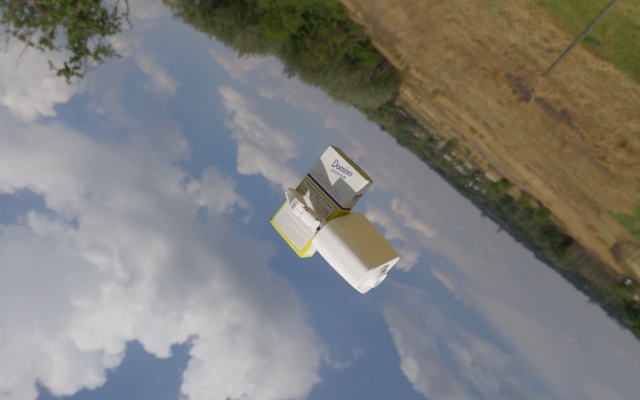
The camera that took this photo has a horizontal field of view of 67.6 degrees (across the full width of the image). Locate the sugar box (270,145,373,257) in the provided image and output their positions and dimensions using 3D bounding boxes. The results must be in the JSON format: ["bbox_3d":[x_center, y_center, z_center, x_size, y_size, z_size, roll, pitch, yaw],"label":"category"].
[{"bbox_3d":[0.000,0.003,0.817,0.093,0.176,0.048,47,15,21],"label":"sugar box"}]
